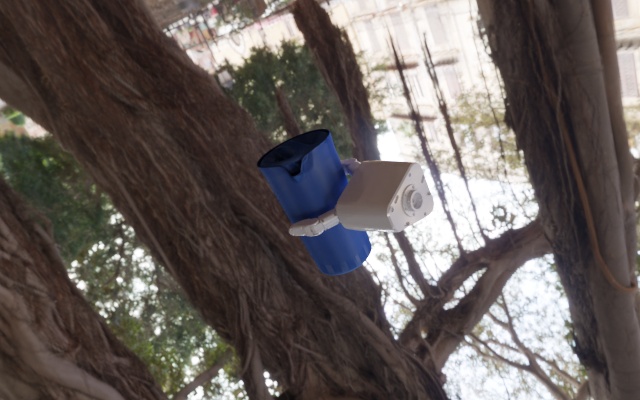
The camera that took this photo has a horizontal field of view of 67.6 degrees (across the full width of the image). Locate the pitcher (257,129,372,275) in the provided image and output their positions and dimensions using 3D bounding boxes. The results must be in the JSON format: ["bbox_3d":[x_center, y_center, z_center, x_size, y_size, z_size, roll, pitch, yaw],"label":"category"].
[{"bbox_3d":[0.000,0.003,0.845,0.145,0.243,0.149,2,34,48],"label":"pitcher"}]
